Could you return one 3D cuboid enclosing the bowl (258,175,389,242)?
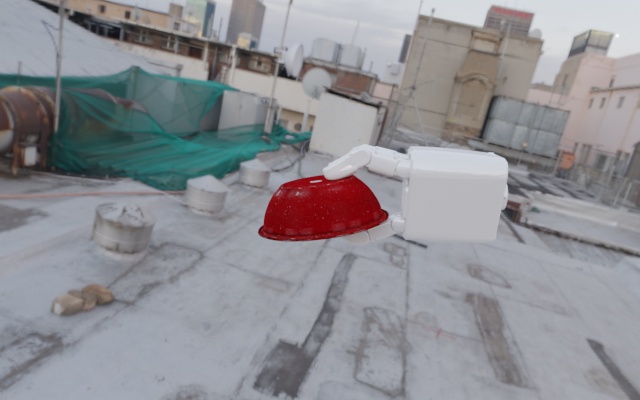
[{"bbox_3d":[-0.001,0.002,0.582,0.162,0.055,0.162,-8,10,1],"label":"bowl"}]
